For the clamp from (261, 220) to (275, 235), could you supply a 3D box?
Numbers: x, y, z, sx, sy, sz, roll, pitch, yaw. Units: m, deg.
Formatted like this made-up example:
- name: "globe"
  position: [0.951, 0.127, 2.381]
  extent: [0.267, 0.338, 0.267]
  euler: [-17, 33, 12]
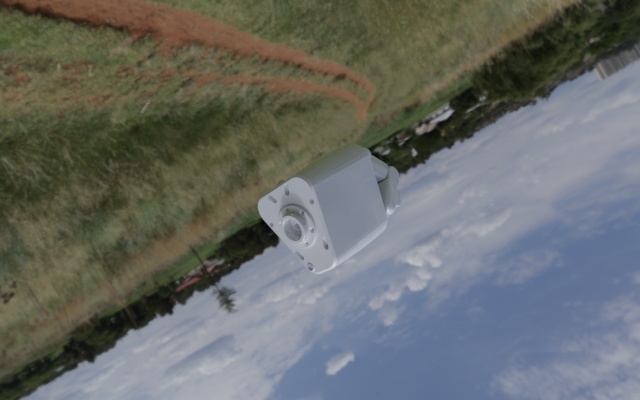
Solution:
- name: "clamp"
  position: [0.001, 0.003, 0.642]
  extent: [0.171, 0.039, 0.120]
  euler: [-30, 1, 43]
